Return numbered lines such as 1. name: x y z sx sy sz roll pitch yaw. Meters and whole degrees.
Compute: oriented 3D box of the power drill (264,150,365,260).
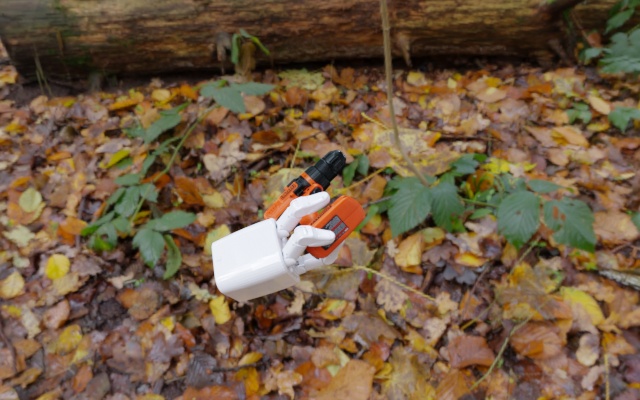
1. power drill: 0.000 0.003 0.790 0.057 0.184 0.187 44 -1 -28
